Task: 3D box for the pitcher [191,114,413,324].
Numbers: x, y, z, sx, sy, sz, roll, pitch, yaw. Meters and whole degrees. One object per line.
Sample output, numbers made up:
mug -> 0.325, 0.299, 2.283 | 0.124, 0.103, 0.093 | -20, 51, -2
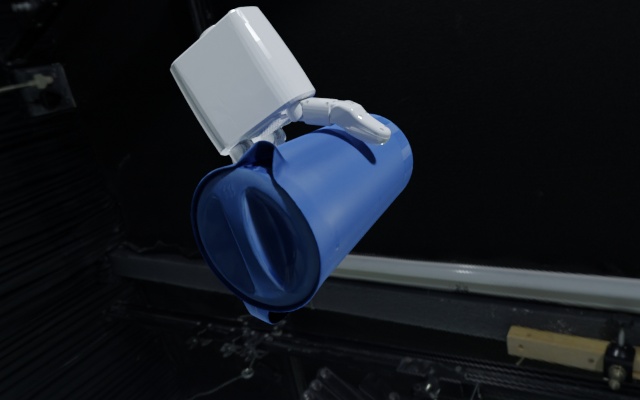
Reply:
pitcher -> 0.000, 0.001, 0.483 | 0.149, 0.145, 0.242 | -34, 1, 39
